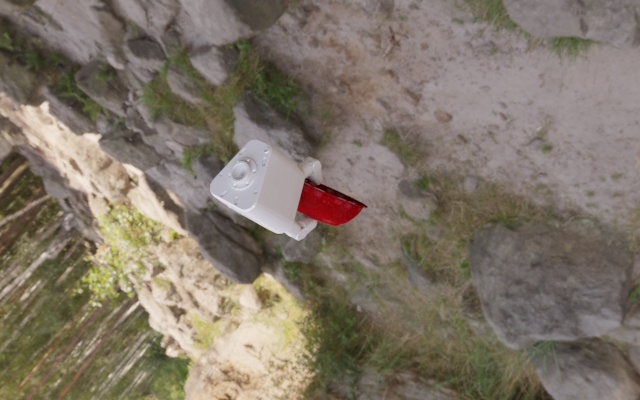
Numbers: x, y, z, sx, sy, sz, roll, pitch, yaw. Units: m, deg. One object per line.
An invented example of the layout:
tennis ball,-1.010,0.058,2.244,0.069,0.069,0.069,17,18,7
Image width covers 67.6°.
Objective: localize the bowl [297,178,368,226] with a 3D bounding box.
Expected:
bowl,0.001,0.003,0.853,0.162,0.055,0.162,23,5,-2
